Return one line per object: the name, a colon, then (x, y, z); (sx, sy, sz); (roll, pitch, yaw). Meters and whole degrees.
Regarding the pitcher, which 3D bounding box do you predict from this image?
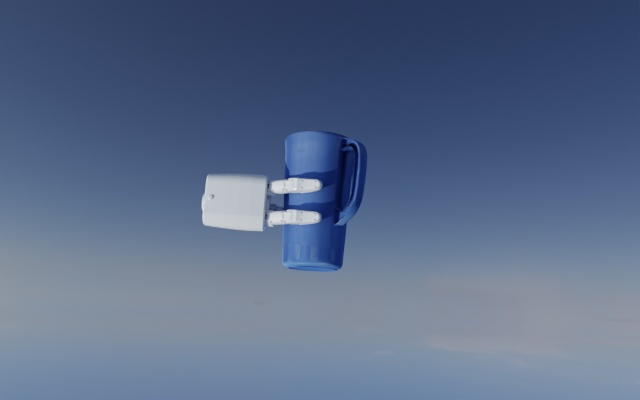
pitcher: (0.000, 0.003, 0.864); (0.145, 0.242, 0.149); (4, -12, -3)
